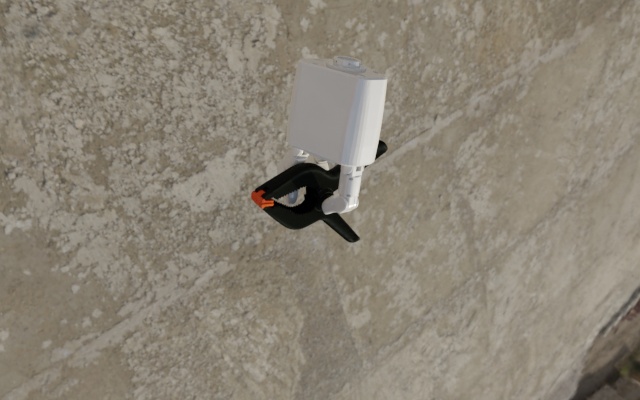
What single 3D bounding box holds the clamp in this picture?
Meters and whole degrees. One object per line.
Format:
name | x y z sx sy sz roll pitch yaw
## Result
clamp | 0.000 0.002 0.661 0.210 0.165 0.036 -12 31 -36
